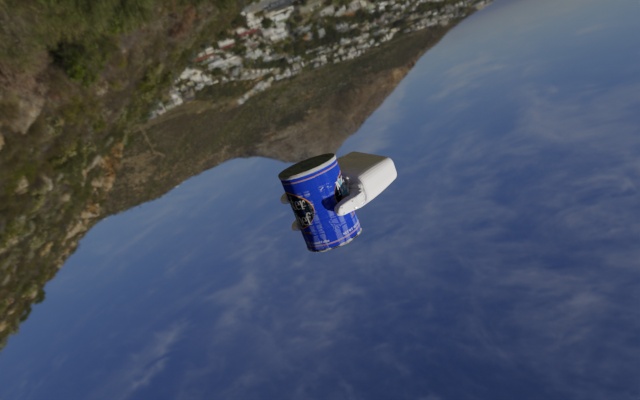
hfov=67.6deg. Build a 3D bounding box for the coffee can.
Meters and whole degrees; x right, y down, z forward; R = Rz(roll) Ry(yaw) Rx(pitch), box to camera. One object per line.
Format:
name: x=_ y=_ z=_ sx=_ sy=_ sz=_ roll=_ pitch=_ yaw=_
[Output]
coffee can: x=0.000 y=0.003 z=0.820 sx=0.103 sy=0.140 sz=0.102 roll=-19 pitch=15 yaw=5
